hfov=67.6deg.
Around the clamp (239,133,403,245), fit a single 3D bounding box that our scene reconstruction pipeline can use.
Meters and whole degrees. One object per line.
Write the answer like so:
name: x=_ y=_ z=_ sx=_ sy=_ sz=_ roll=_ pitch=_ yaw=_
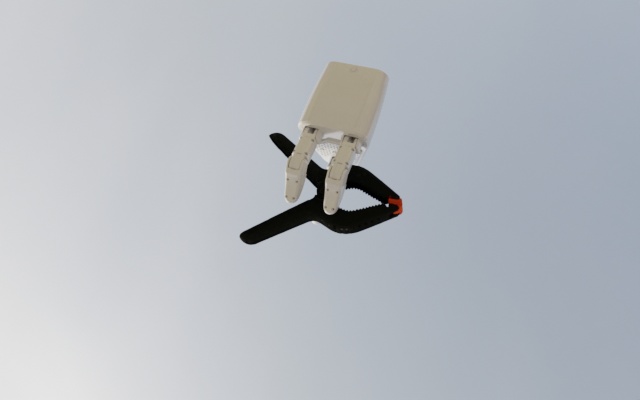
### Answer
clamp: x=0.001 y=0.002 z=0.629 sx=0.210 sy=0.164 sz=0.036 roll=15 pitch=-17 yaw=17
